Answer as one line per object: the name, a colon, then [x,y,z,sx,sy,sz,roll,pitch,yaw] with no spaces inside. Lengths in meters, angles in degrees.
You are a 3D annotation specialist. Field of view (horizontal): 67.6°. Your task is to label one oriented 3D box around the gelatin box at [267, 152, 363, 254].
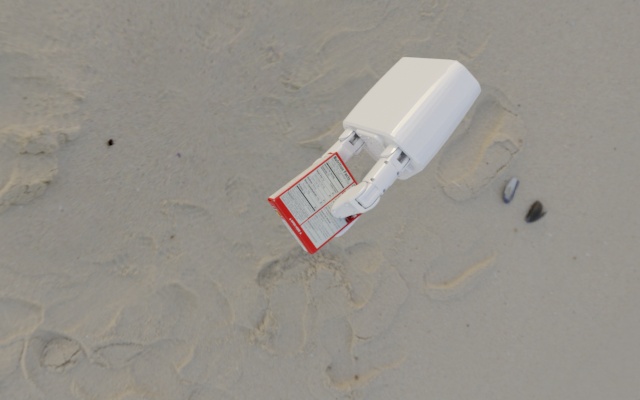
gelatin box: [0.000,0.002,0.513,0.089,0.073,0.030,-39,15,-14]
